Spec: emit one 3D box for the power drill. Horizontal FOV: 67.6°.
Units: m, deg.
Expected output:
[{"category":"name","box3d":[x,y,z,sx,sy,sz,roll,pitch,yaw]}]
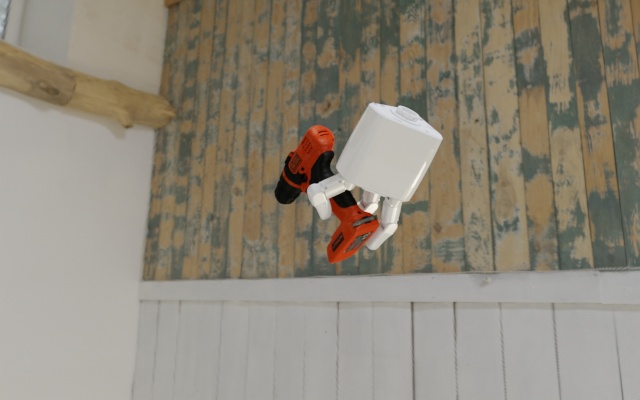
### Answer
[{"category":"power drill","box3d":[0.001,0.003,0.763,0.057,0.187,0.184,-19,-23,-35]}]
